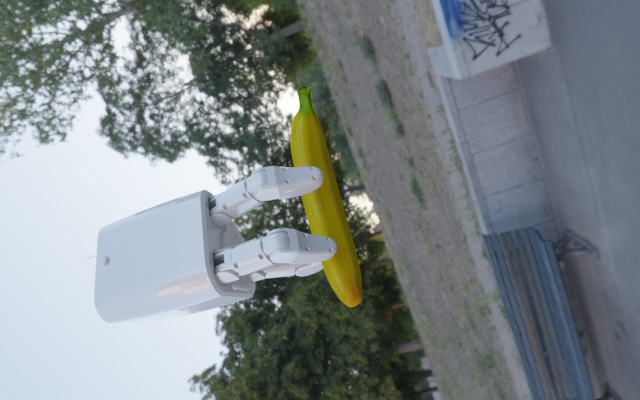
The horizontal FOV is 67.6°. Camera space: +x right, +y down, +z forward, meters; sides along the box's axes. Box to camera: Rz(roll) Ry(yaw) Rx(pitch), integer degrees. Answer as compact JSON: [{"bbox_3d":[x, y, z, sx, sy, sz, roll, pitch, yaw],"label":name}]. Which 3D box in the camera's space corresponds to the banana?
[{"bbox_3d":[0.001,0.000,0.444,0.037,0.198,0.069,-16,-7,4],"label":"banana"}]
